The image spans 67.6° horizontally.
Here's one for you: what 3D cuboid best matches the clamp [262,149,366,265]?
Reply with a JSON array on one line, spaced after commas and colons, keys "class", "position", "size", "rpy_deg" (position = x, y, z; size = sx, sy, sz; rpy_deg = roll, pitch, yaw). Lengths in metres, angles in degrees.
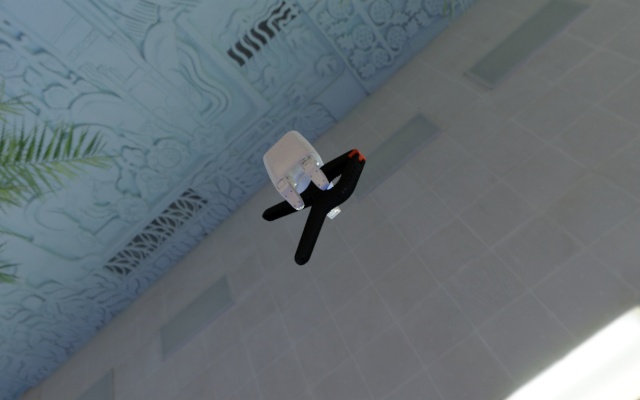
[{"class": "clamp", "position": [0.001, 0.003, 0.805], "size": [0.036, 0.210, 0.164], "rpy_deg": [42, 9, -40]}]
